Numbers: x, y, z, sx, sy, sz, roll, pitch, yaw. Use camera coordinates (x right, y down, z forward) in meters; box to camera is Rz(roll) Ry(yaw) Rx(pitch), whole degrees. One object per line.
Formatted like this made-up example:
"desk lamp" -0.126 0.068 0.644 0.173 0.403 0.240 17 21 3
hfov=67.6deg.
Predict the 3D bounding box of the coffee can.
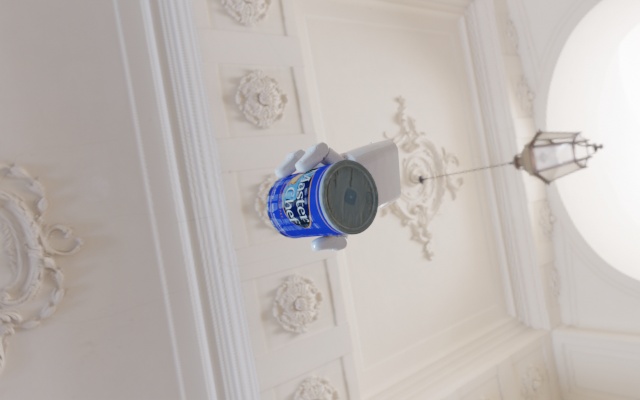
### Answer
"coffee can" 0.000 0.002 0.701 0.103 0.103 0.140 0 -6 -38
